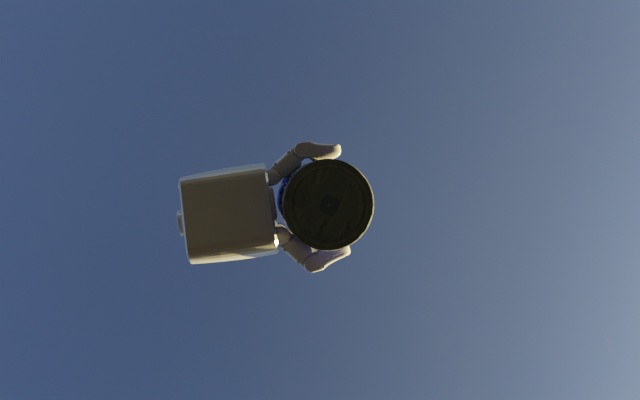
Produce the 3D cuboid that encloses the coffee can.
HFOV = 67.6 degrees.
[{"bbox_3d":[0.000,0.002,0.596,0.103,0.103,0.140,0,3,-8],"label":"coffee can"}]
